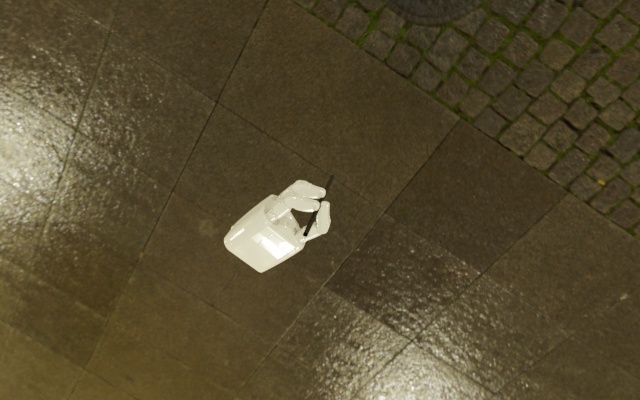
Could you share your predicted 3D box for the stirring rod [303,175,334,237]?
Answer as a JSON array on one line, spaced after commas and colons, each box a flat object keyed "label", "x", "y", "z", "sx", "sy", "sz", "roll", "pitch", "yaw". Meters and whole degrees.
[{"label": "stirring rod", "x": 0.000, "y": 0.003, "z": 0.859, "sx": 0.011, "sy": 0.011, "sz": 0.239, "roll": 0, "pitch": 25, "yaw": 13}]
